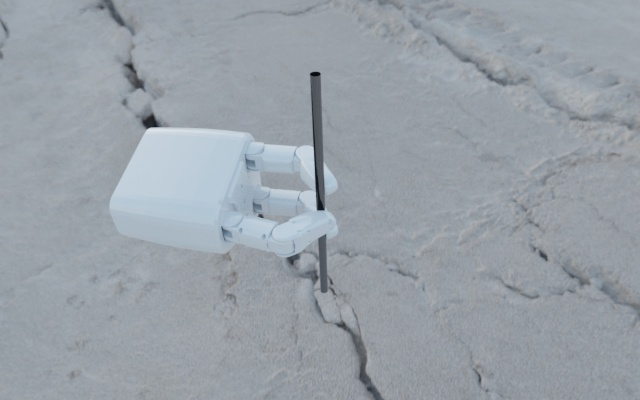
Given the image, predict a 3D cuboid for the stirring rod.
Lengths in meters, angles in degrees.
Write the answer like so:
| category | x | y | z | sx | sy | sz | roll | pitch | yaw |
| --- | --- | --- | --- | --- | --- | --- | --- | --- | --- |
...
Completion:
| category | x | y | z | sx | sy | sz | roll | pitch | yaw |
| --- | --- | --- | --- | --- | --- | --- | --- | --- | --- |
| stirring rod | 0.000 | 0.001 | 0.419 | 0.011 | 0.240 | 0.011 | -1 | 40 | 1 |
